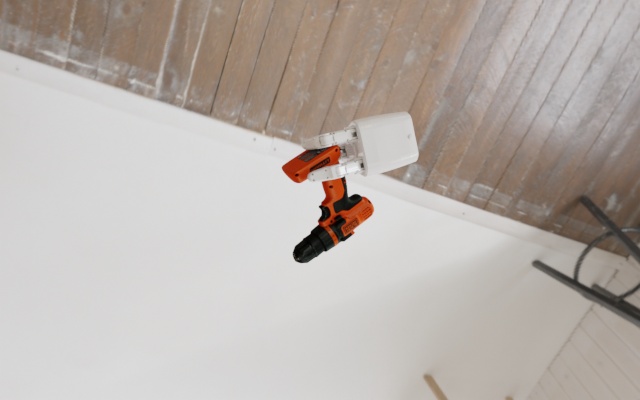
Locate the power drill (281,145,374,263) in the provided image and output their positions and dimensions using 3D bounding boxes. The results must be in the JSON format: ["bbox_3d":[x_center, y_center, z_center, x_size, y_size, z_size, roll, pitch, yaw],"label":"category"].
[{"bbox_3d":[0.000,0.002,0.860,0.184,0.188,0.057,-37,35,-20],"label":"power drill"}]
